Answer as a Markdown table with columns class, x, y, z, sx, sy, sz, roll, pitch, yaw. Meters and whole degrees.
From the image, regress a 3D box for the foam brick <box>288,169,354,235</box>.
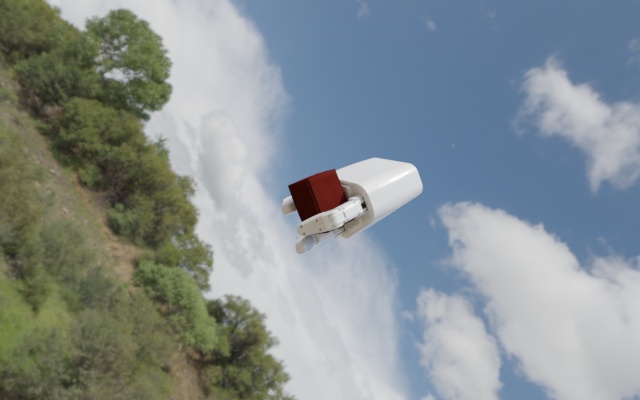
| class | x | y | z | sx | sy | sz | roll | pitch | yaw |
| --- | --- | --- | --- | --- | --- | --- | --- | --- | --- |
| foam brick | 0.000 | 0.002 | 0.657 | 0.051 | 0.078 | 0.053 | -25 | 8 | -33 |
